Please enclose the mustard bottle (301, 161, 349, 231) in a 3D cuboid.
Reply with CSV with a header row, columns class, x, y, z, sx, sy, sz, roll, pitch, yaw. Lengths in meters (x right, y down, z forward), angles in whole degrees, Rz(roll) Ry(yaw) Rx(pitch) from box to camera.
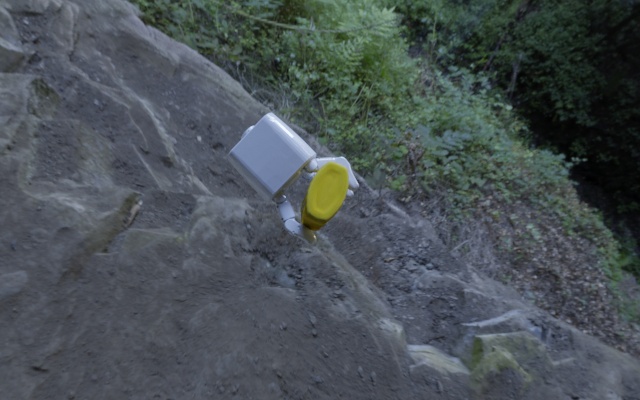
class,x,y,z,sx,sy,sz,roll,pitch,yaw
mustard bottle,0.000,0.003,0.802,0.058,0.096,0.192,21,-12,-2
